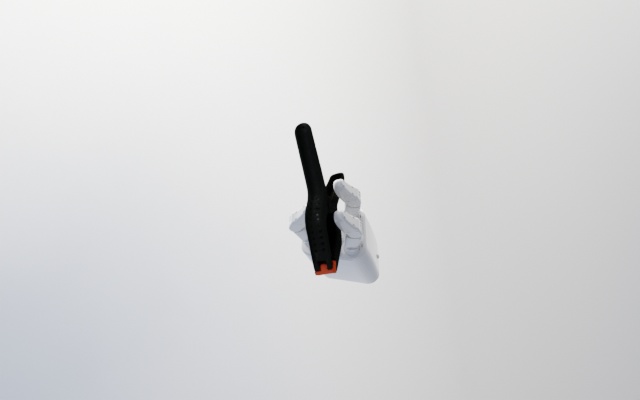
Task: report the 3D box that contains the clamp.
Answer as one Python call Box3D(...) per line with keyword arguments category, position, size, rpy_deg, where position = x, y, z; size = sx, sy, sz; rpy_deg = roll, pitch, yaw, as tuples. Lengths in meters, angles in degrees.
Box3D(category="clamp", position=(-0.001, 0.003, 0.691), size=(0.036, 0.209, 0.165), rpy_deg=(-12, -36, 19))
